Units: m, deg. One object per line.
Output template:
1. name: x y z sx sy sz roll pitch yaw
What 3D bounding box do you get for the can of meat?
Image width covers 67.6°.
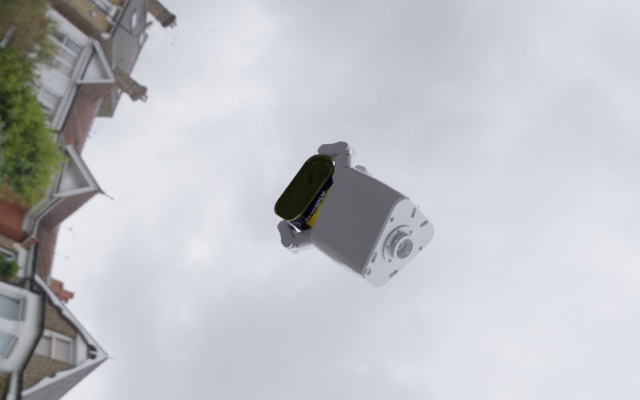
1. can of meat: 0.000 0.002 0.660 0.057 0.102 0.084 27 -11 50
